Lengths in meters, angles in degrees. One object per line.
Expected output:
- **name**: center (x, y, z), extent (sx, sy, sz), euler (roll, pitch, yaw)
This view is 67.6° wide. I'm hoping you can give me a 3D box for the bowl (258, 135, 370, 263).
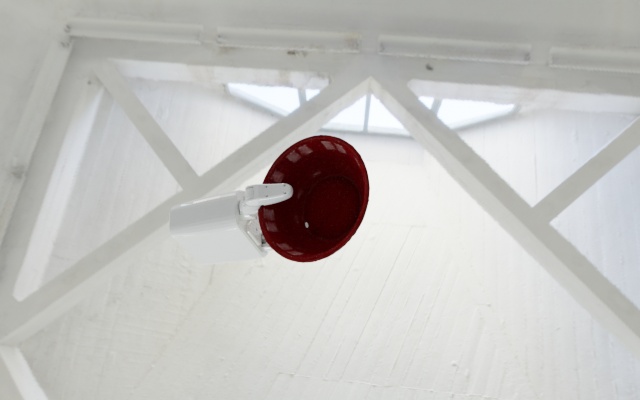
- **bowl**: center (0.001, 0.002, 0.602), extent (0.162, 0.162, 0.055), euler (0, -15, 33)
